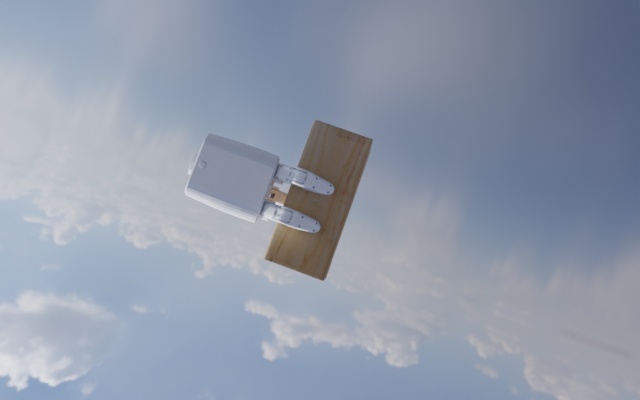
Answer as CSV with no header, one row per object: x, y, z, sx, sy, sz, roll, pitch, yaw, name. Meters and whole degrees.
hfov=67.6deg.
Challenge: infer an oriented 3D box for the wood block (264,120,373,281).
0.000,0.002,0.696,0.090,0.206,0.091,20,-5,4,wood block
